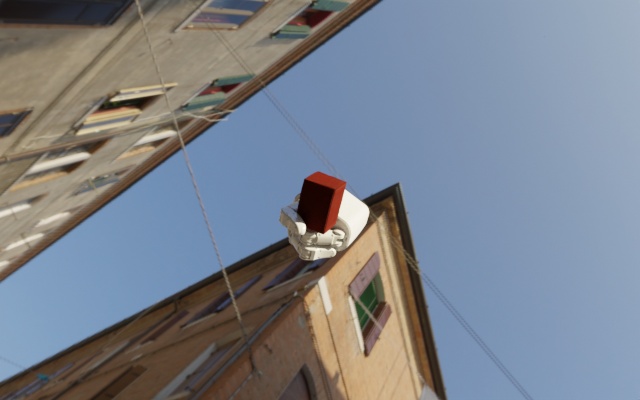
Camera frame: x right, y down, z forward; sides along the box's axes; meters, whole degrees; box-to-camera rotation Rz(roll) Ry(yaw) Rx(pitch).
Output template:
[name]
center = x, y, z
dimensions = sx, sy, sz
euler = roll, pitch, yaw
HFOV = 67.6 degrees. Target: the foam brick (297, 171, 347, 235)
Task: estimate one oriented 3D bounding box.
[foam brick]
center = 0.000, 0.002, 0.734
dimensions = 0.053, 0.078, 0.051
euler = 22, 26, 17
